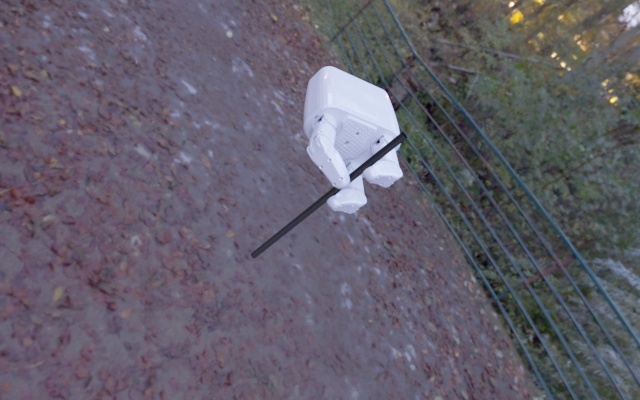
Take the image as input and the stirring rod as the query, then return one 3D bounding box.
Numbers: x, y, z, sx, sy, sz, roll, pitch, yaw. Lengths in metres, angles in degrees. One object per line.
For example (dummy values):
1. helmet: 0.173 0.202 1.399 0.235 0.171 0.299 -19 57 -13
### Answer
1. stirring rod: 0.000 0.002 0.525 0.239 0.011 0.011 -39 -21 29
